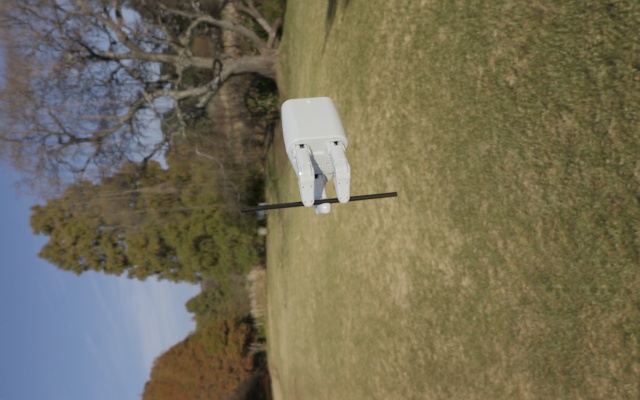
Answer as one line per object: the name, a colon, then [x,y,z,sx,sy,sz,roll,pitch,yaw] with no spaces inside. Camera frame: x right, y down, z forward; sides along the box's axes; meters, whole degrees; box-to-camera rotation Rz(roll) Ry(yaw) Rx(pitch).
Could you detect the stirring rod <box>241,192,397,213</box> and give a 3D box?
stirring rod: [0.000,0.002,0.727,0.239,0.011,0.011,-6,1,-8]
